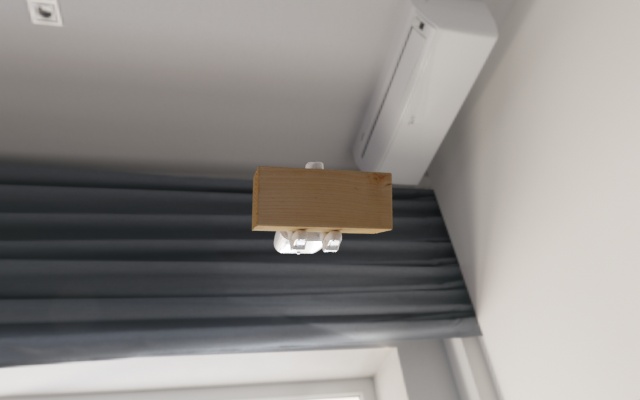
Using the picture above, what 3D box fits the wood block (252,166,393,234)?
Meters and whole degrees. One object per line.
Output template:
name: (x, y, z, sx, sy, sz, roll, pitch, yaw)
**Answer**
wood block: (0.000, 0.002, 0.752, 0.206, 0.091, 0.090, 2, -9, -13)
